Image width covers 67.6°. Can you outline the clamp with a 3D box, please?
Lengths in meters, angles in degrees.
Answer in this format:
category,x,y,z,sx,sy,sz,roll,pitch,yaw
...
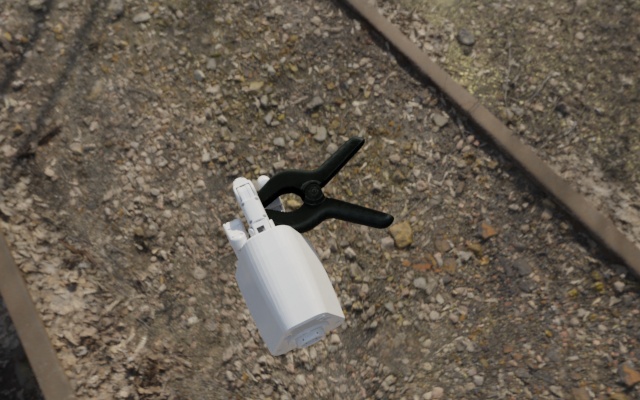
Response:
category,x,y,z,sx,sy,sz,roll,pitch,yaw
clamp,0.000,0.002,0.562,0.171,0.120,0.039,-24,-24,-10
